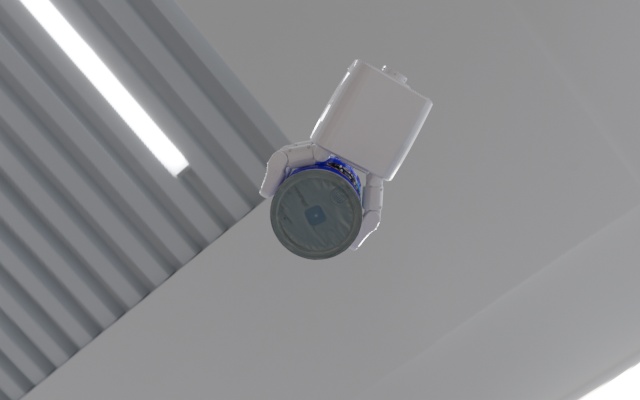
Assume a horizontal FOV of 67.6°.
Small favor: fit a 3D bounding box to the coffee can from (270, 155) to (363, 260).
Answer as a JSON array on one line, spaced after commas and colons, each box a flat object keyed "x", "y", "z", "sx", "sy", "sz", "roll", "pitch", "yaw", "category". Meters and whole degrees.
[{"x": 0.000, "y": 0.002, "z": 0.590, "sx": 0.103, "sy": 0.103, "sz": 0.140, "roll": 0, "pitch": 13, "yaw": 4, "category": "coffee can"}]
